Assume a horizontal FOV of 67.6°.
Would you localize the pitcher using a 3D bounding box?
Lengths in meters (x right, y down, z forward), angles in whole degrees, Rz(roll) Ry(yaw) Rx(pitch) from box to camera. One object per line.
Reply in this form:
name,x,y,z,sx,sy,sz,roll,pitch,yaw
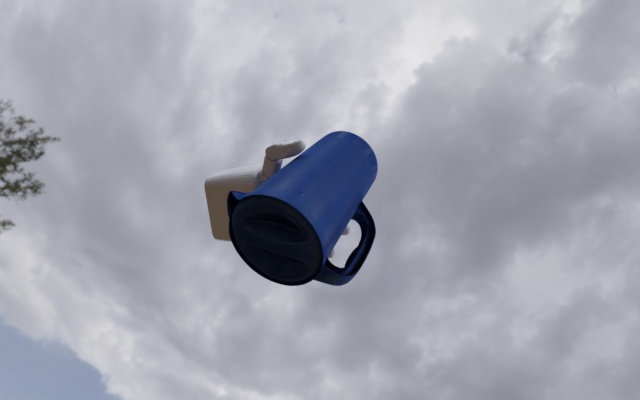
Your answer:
pitcher,0.000,0.002,0.664,0.145,0.149,0.242,-3,28,31
